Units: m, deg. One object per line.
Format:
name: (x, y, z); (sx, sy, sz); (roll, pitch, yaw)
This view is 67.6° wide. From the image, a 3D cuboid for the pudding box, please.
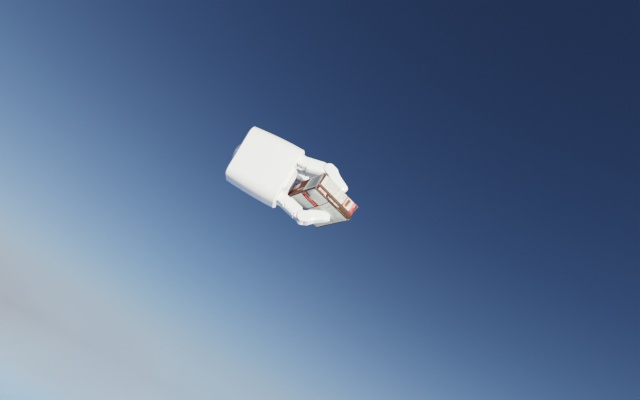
pudding box: (0.000, 0.003, 0.874); (0.090, 0.039, 0.113); (43, -27, -18)
